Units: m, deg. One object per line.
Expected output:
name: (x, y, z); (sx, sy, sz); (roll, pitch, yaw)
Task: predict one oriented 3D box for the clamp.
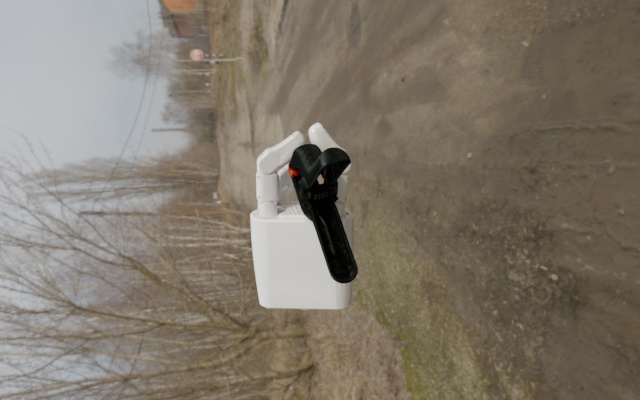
clamp: (-0.001, 0.001, 0.459); (0.039, 0.120, 0.171); (-4, 13, -11)
